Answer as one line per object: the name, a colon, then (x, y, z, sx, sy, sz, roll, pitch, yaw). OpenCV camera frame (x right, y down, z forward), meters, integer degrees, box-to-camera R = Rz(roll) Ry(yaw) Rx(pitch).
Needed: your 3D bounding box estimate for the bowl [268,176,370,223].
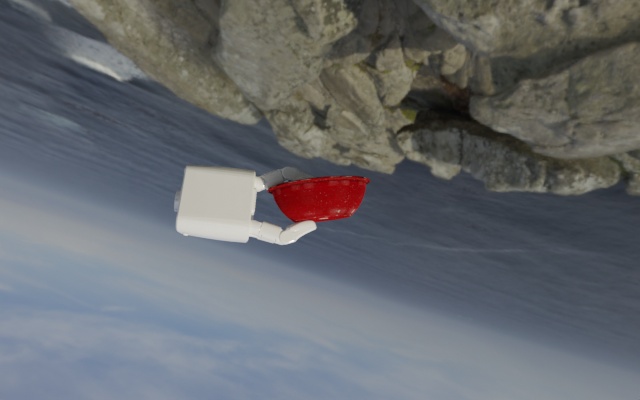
bowl: (0.001, 0.003, 0.744, 0.162, 0.055, 0.162, -6, -6, -1)
